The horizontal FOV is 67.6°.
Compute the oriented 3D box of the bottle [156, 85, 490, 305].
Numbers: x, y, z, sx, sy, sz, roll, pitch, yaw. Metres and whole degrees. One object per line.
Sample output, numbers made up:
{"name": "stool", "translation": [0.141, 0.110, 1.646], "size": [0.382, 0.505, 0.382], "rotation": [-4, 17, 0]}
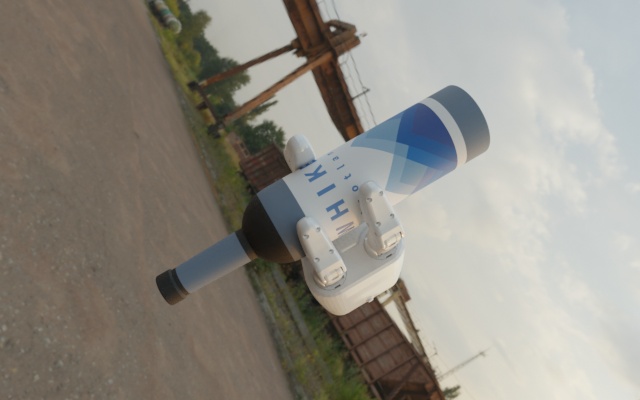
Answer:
{"name": "bottle", "translation": [0.000, 0.001, 0.403], "size": [0.295, 0.069, 0.069], "rotation": [-30, 3, -6]}
